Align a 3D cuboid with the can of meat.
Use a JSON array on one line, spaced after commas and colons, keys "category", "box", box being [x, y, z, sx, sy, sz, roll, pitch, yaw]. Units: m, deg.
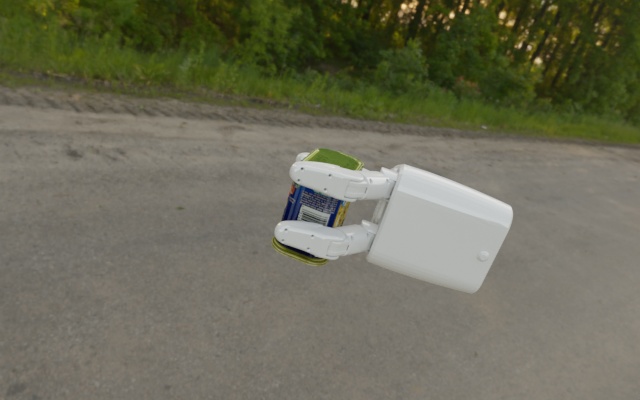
[{"category": "can of meat", "box": [0.000, 0.001, 0.464, 0.057, 0.084, 0.102, 21, 22, 7]}]
